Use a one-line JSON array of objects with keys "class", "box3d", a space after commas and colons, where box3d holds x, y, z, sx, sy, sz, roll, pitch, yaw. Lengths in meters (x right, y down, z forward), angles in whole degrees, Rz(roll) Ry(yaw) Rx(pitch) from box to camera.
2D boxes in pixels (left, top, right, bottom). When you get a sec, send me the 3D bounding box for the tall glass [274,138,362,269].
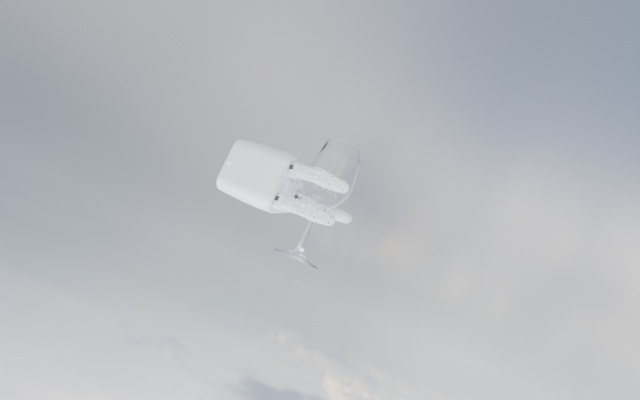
[{"class": "tall glass", "box3d": [0.000, 0.003, 0.764, 0.079, 0.201, 0.079, 23, -10, 4]}]
